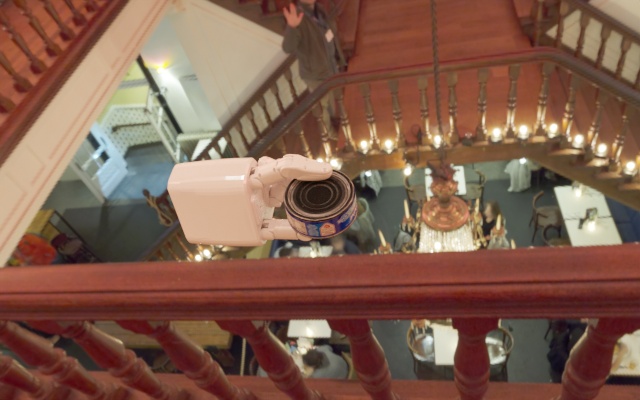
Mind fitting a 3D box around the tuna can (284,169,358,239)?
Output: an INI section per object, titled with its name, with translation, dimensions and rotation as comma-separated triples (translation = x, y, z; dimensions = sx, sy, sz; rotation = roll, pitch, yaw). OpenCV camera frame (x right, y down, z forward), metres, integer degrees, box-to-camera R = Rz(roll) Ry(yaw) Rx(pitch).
[tuna can]
translation = 0.000, 0.001, 0.563
dimensions = 0.086, 0.086, 0.034
rotation = 0, -41, 10
